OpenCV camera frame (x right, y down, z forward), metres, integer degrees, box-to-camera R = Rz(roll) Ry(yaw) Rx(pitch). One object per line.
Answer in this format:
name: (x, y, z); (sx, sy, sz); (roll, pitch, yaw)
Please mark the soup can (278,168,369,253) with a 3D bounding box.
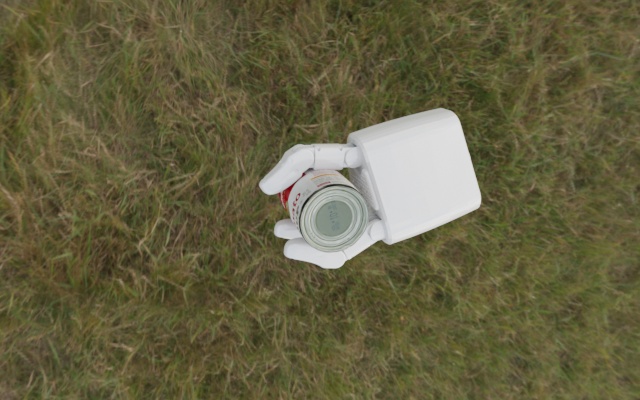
soup can: (0.000, 0.002, 0.472); (0.068, 0.068, 0.102); (0, 19, -16)
